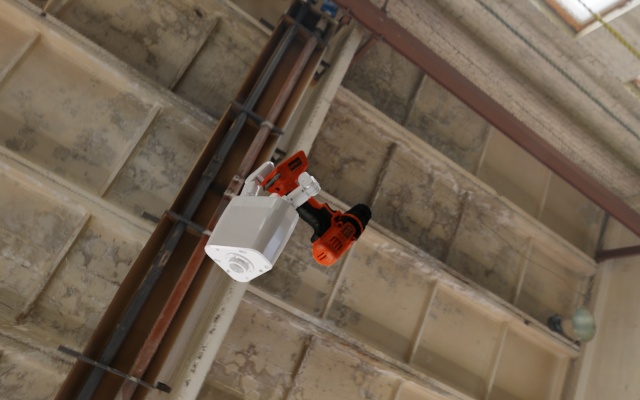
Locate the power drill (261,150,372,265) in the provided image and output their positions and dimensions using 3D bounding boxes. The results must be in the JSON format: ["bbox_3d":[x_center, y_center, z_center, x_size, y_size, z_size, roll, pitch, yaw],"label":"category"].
[{"bbox_3d":[0.000,0.003,0.839,0.057,0.187,0.184,-43,0,35],"label":"power drill"}]
